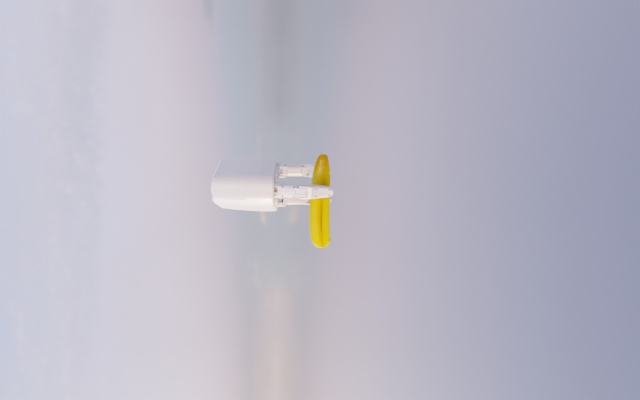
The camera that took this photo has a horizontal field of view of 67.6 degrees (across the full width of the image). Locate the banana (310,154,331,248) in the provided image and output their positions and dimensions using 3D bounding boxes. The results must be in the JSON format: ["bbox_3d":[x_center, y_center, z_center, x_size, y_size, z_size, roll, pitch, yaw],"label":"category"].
[{"bbox_3d":[-0.001,0.016,0.861,0.037,0.198,0.069,1,34,3],"label":"banana"}]
